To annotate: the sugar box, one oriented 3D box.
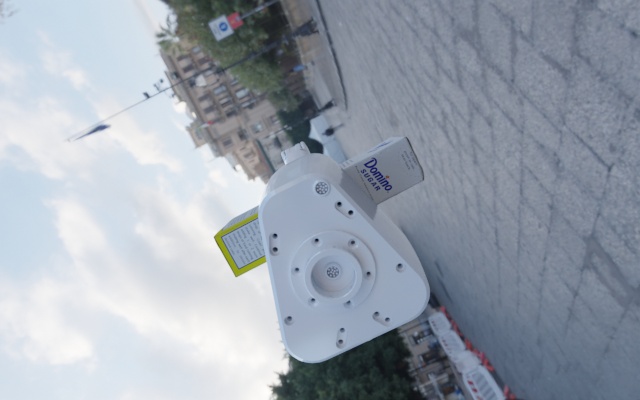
[{"bbox_3d":[0.000,0.002,0.425,0.176,0.048,0.093,-25,6,4],"label":"sugar box"}]
